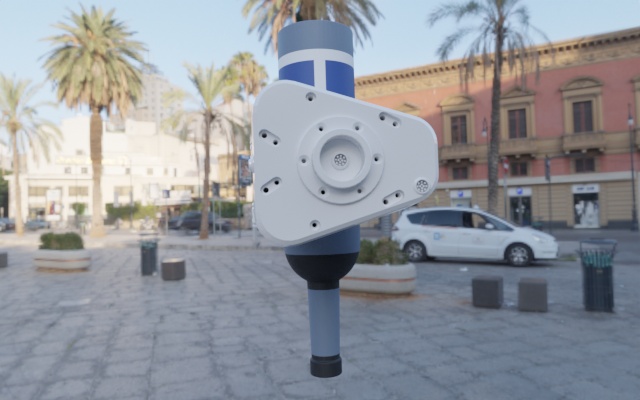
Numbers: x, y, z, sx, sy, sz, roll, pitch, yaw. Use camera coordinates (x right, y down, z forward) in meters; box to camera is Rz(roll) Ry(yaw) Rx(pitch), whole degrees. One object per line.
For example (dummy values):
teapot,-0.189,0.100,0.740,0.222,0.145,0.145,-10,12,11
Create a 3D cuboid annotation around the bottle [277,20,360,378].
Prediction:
bottle,0.000,0.001,0.415,0.069,0.295,0.069,-2,-2,0
